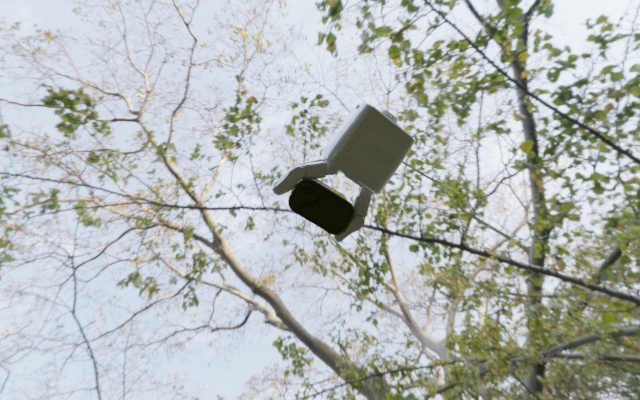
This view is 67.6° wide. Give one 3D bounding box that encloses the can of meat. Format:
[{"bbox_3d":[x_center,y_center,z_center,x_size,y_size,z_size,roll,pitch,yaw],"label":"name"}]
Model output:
[{"bbox_3d":[0.000,0.003,0.764,0.102,0.057,0.084,31,8,-8],"label":"can of meat"}]
